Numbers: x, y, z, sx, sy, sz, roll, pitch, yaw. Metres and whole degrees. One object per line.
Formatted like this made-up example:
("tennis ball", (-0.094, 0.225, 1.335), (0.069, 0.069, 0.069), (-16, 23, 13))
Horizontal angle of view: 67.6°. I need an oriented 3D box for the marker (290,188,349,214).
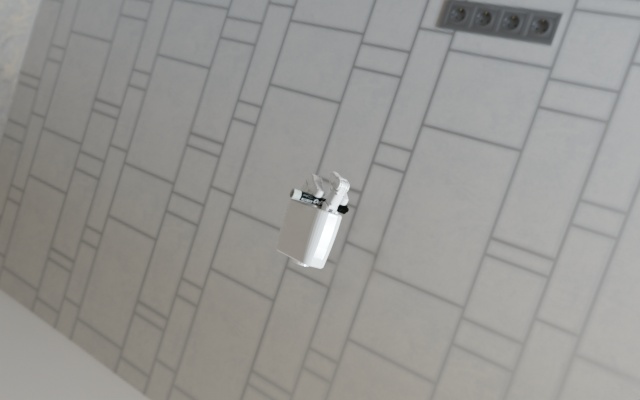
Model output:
("marker", (0.000, 0.003, 0.888), (0.121, 0.020, 0.020), (17, -8, -26))
